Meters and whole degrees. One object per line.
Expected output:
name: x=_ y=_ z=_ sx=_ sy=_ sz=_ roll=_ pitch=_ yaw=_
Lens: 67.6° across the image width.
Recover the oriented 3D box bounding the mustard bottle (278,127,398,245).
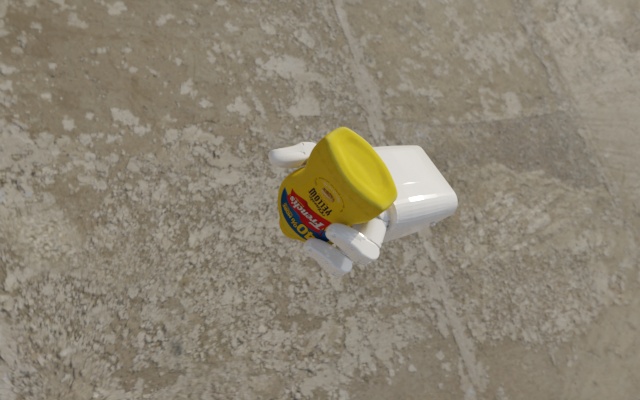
mustard bottle: x=0.000 y=0.002 z=0.546 sx=0.058 sy=0.096 sz=0.192 roll=-39 pitch=0 yaw=-36
